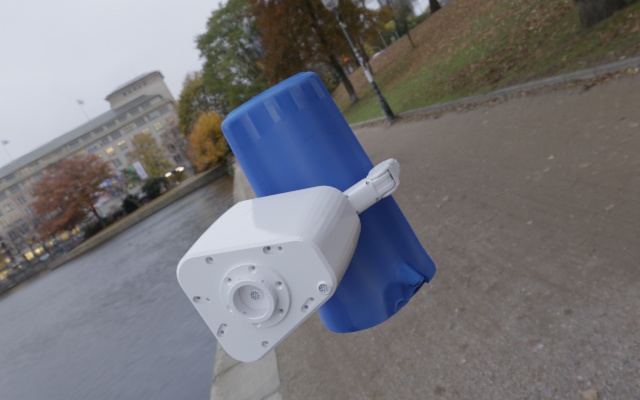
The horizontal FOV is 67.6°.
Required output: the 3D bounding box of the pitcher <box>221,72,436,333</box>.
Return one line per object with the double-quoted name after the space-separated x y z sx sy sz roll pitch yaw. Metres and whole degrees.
0.000 0.002 0.495 0.149 0.243 0.145 -26 11 19 "pitcher"
